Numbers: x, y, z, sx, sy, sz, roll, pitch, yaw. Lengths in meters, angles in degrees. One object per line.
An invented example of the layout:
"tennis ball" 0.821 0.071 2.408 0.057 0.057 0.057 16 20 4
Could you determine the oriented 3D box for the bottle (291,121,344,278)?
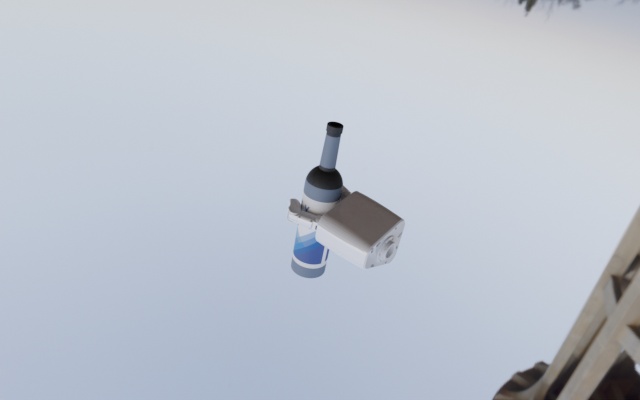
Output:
"bottle" 0.000 0.003 0.843 0.069 0.296 0.069 8 30 -5
